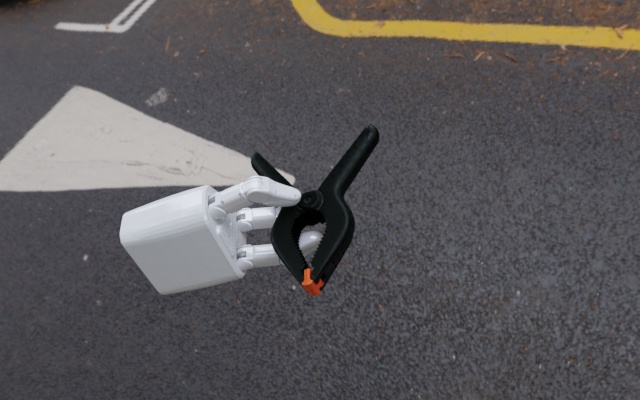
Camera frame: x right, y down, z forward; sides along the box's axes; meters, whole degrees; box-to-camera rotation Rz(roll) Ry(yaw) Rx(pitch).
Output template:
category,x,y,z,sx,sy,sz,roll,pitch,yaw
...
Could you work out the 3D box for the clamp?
category,x,y,z,sx,sy,sz,roll,pitch,yaw
clamp,0.000,0.002,0.533,0.164,0.209,0.036,-18,-39,12
